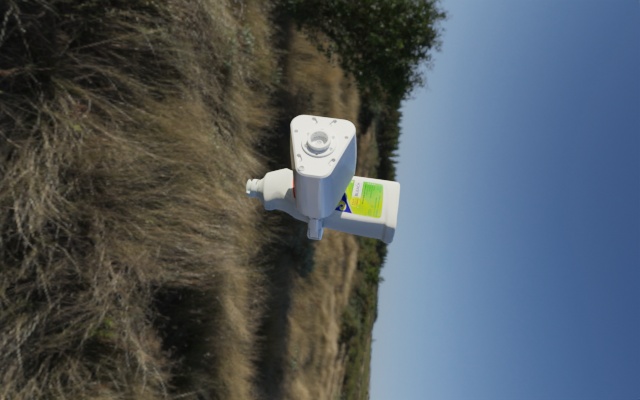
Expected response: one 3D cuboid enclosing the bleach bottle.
[{"bbox_3d":[0.000,0.003,0.791,0.251,0.102,0.068,8,-30,5],"label":"bleach bottle"}]
